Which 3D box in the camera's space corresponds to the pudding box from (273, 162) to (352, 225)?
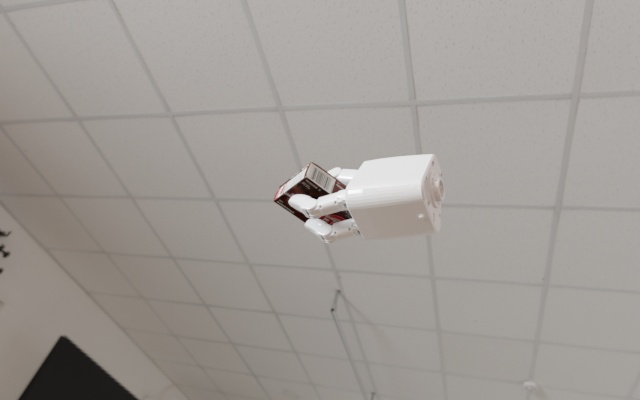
[{"bbox_3d":[0.000,0.002,0.721,0.113,0.039,0.090,37,-42,-18],"label":"pudding box"}]
